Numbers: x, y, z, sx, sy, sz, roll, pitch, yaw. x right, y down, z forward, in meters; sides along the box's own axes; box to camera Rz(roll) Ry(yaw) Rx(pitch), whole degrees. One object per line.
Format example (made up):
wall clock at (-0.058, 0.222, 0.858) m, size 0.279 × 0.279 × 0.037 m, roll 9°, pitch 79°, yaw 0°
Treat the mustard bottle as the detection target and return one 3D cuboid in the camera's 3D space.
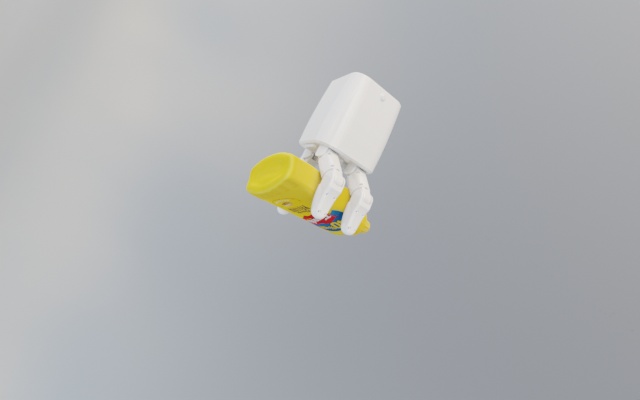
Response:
mustard bottle at (0.000, 0.002, 0.654) m, size 0.192 × 0.058 × 0.096 m, roll 29°, pitch -29°, yaw -36°
